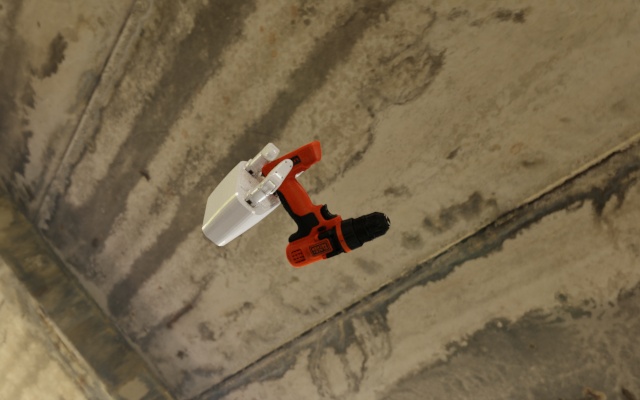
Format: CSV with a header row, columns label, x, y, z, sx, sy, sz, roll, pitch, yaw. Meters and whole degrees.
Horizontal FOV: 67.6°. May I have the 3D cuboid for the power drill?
label,x,y,z,sx,sy,sz,roll,pitch,yaw
power drill,0.000,0.002,0.776,0.184,0.187,0.057,-23,4,16
